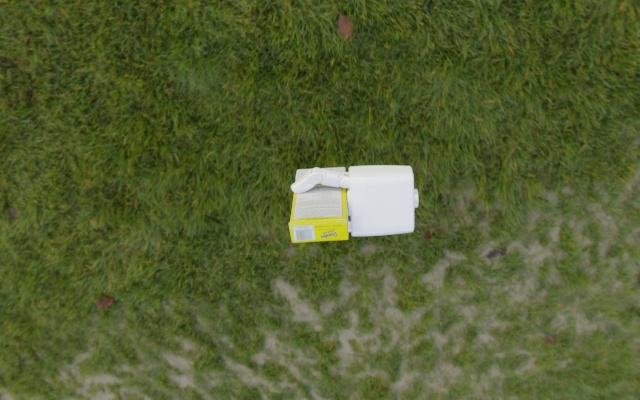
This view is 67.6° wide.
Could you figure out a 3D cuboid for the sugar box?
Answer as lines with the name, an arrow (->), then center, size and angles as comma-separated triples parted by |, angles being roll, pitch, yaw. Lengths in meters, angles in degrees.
sugar box -> 0.000, 0.003, 0.820 | 0.093, 0.048, 0.176 | -3, 29, 4
